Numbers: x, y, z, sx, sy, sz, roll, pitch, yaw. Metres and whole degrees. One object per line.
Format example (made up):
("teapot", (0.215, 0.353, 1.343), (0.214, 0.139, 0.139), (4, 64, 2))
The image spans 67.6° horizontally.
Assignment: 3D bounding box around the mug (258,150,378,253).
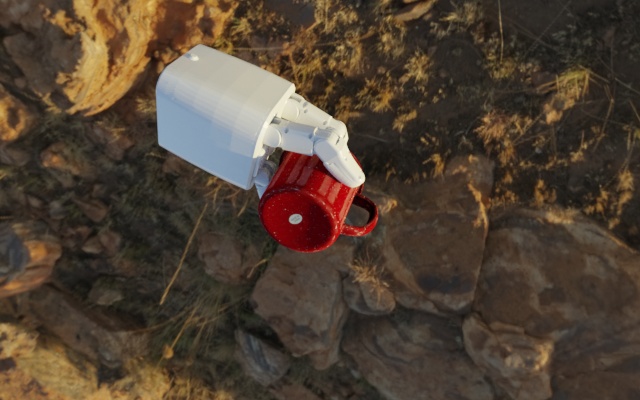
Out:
("mug", (0.001, 0.002, 0.472), (0.117, 0.093, 0.081), (24, 41, 1))
